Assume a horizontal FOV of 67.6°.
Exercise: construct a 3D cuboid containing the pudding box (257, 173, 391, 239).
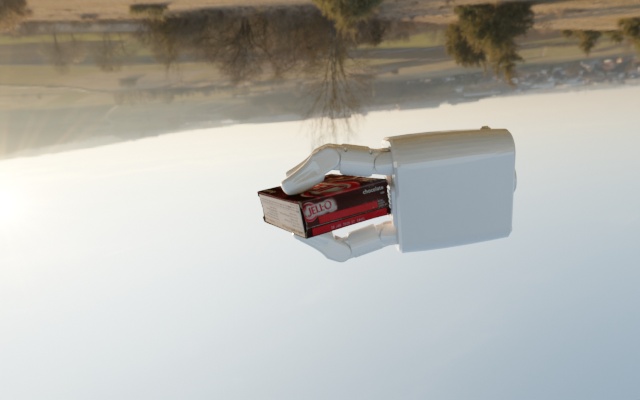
[{"bbox_3d":[0.000,0.002,0.464,0.090,0.039,0.113,-14,9,-25],"label":"pudding box"}]
